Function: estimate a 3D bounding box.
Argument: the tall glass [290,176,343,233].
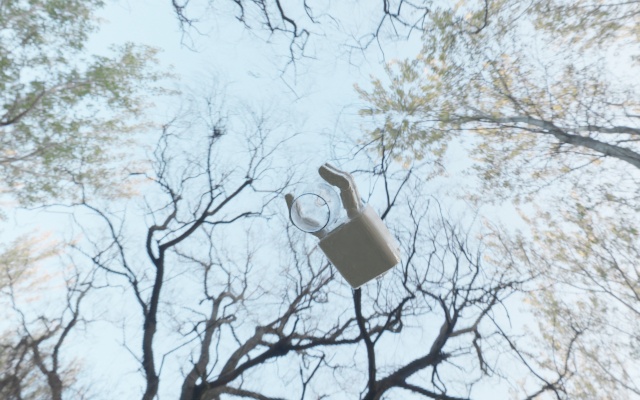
[{"bbox_3d":[0.000,0.002,0.814,0.079,0.079,0.201,0,10,10],"label":"tall glass"}]
